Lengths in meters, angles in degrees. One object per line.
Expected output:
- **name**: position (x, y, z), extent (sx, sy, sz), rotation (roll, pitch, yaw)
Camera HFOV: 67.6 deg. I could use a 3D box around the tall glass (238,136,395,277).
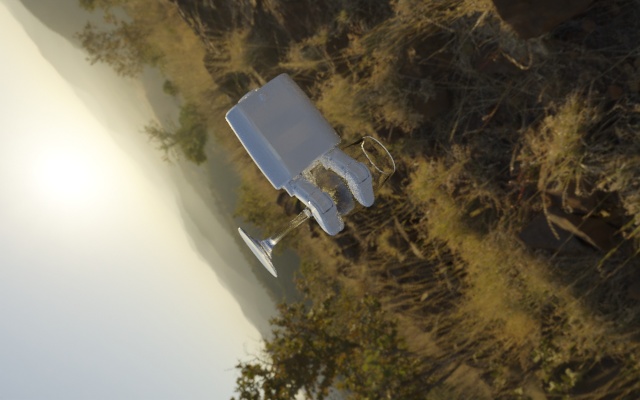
- **tall glass**: position (0.000, 0.002, 0.593), extent (0.201, 0.079, 0.079), rotation (-38, 11, -15)
